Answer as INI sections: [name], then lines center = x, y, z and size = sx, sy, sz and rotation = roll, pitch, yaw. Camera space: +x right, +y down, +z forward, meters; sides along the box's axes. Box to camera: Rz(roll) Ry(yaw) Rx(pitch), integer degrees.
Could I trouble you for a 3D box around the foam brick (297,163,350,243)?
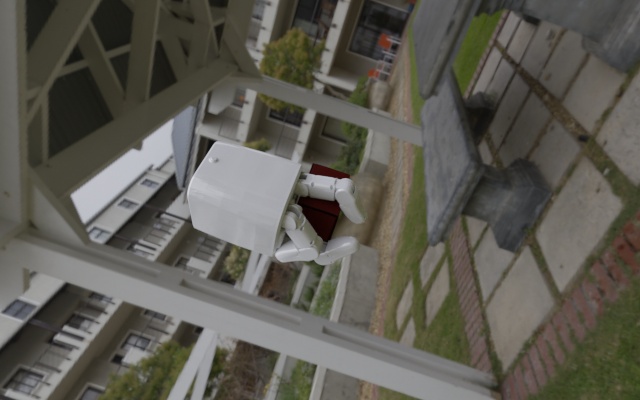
[foam brick]
center = 0.000, 0.002, 0.588
size = 0.051, 0.053, 0.078
rotation = 18, 44, 1
